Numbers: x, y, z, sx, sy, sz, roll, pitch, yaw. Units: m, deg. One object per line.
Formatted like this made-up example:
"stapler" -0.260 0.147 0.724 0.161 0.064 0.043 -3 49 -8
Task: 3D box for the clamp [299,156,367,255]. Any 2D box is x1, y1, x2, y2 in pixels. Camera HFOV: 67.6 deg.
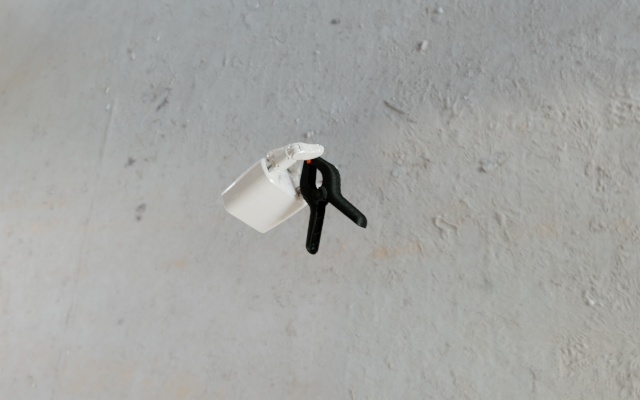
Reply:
"clamp" 0.000 0.002 0.799 0.120 0.171 0.039 -36 -31 20
